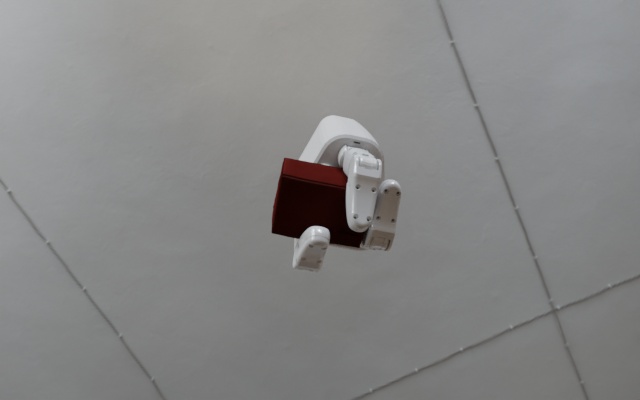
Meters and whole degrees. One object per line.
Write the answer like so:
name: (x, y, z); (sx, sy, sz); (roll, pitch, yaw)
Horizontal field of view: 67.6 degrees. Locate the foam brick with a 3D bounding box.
foam brick: (0.000, 0.001, 0.405); (0.078, 0.053, 0.051); (11, 21, -9)
